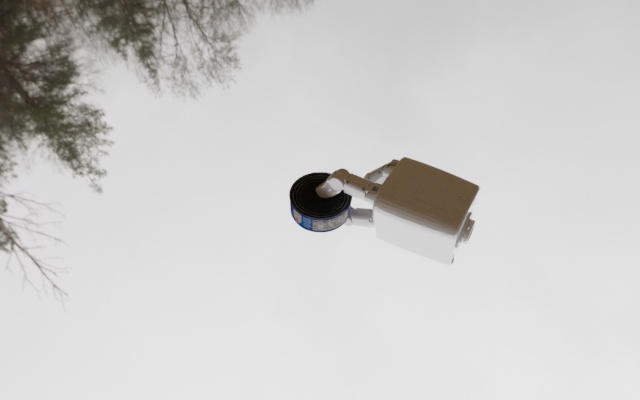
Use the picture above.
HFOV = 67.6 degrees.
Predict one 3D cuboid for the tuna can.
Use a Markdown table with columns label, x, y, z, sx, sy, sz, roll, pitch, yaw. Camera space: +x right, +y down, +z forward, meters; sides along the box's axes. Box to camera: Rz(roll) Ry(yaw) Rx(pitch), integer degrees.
| label | x | y | z | sx | sy | sz | roll | pitch | yaw |
| --- | --- | --- | --- | --- | --- | --- | --- | --- | --- |
| tuna can | 0.000 | 0.003 | 0.659 | 0.086 | 0.086 | 0.034 | 0 | -42 | -1 |
